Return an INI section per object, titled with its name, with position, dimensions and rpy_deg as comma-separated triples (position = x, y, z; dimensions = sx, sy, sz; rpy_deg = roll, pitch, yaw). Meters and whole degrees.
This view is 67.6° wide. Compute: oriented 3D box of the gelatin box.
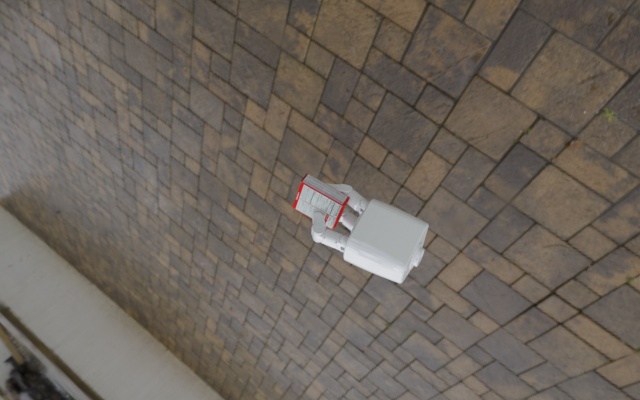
[gelatin box]
position = 0.000, 0.003, 0.851
dimensions = 0.089, 0.073, 0.030
rpy_deg = 29, 49, 6
